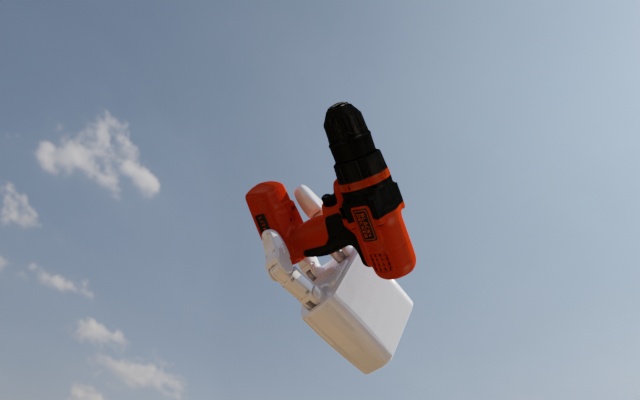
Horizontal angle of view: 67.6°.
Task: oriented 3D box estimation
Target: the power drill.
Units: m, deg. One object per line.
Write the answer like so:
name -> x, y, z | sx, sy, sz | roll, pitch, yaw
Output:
power drill -> 0.000, 0.002, 0.520 | 0.187, 0.184, 0.057 | -11, 13, 46
